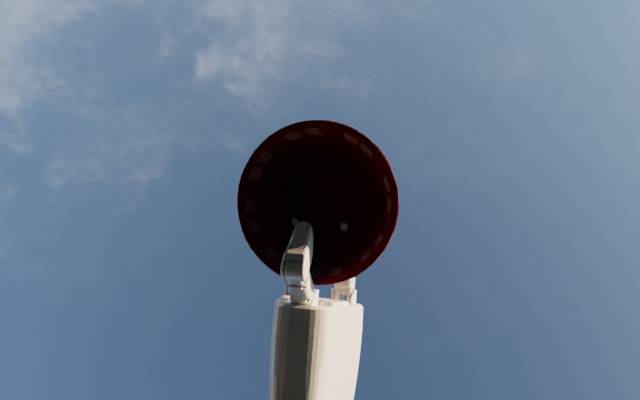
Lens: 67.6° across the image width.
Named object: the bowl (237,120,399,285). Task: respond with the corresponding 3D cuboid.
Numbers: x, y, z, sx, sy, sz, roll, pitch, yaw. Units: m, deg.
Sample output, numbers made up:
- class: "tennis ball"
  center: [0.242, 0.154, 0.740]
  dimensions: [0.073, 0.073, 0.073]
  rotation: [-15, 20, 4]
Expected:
- class: "bowl"
  center: [0.001, 0.000, 0.488]
  dimensions: [0.162, 0.162, 0.055]
  rotation: [0, 3, 13]
